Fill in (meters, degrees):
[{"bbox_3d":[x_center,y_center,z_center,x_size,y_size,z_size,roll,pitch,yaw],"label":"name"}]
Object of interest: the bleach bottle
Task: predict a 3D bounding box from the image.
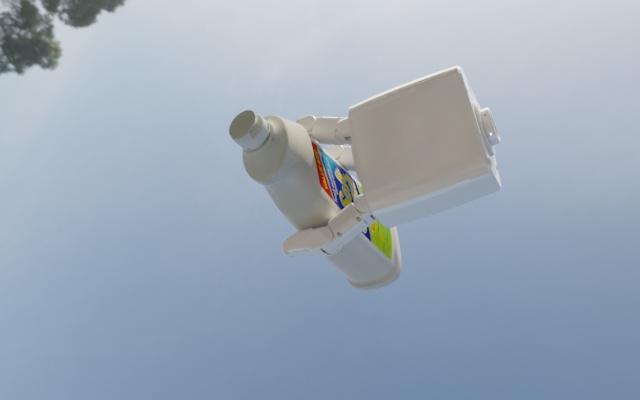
[{"bbox_3d":[0.000,0.002,0.479,0.068,0.102,0.251,-19,-37,25],"label":"bleach bottle"}]
